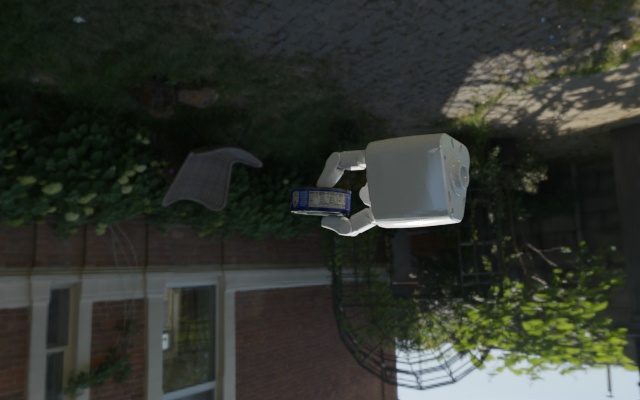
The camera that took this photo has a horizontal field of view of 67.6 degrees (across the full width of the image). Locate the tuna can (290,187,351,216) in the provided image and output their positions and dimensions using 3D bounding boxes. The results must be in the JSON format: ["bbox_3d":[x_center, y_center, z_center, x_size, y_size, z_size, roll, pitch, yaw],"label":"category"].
[{"bbox_3d":[0.000,0.003,0.676,0.086,0.033,0.086,3,-5,0],"label":"tuna can"}]
